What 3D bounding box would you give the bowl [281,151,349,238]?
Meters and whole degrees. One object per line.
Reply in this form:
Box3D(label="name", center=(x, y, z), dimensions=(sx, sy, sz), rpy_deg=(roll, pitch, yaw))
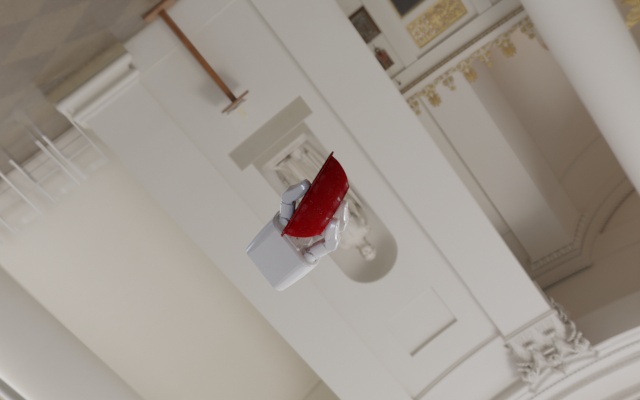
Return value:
Box3D(label="bowl", center=(0.001, 0.002, 0.770), dimensions=(0.055, 0.162, 0.162), rpy_deg=(31, 0, 0))
